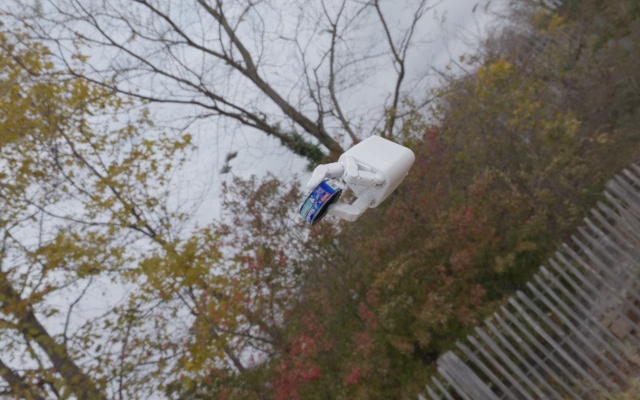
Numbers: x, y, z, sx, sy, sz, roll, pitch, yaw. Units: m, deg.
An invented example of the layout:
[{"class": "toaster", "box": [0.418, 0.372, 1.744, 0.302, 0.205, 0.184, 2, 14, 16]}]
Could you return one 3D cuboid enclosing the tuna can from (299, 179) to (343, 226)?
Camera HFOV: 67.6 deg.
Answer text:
[{"class": "tuna can", "box": [0.000, 0.003, 0.866, 0.033, 0.086, 0.086, 40, 9, 11]}]
